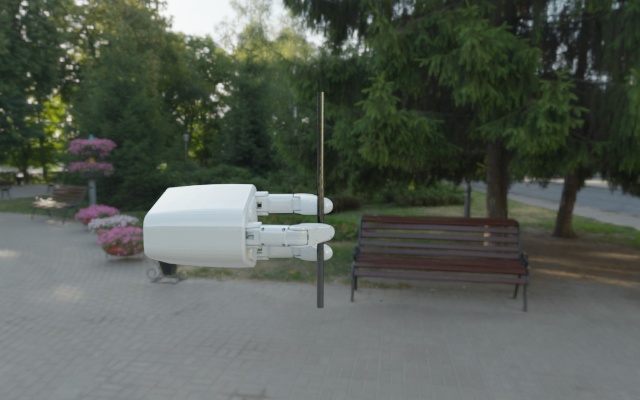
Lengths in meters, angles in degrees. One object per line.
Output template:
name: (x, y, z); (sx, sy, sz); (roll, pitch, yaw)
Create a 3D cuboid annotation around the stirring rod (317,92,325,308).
stirring rod: (0.000, 0.002, 0.533); (0.011, 0.239, 0.011); (0, 5, 0)
